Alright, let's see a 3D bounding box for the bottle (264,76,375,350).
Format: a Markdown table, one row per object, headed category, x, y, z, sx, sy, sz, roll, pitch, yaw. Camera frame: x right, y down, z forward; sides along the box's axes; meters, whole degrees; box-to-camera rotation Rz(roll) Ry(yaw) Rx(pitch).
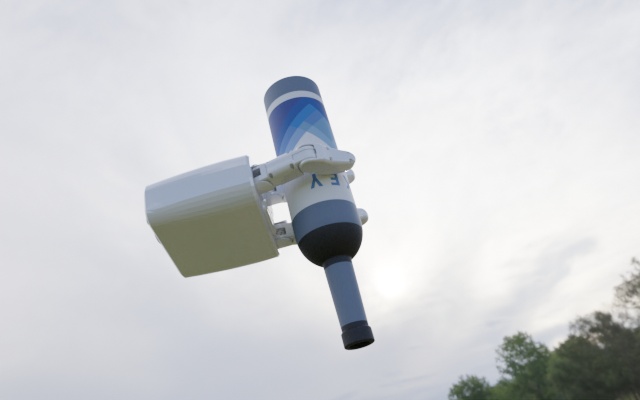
| category | x | y | z | sx | sy | sz | roll | pitch | yaw |
| --- | --- | --- | --- | --- | --- | --- | --- | --- | --- |
| bottle | 0.000 | 0.001 | 0.483 | 0.069 | 0.295 | 0.069 | -11 | -30 | -7 |
